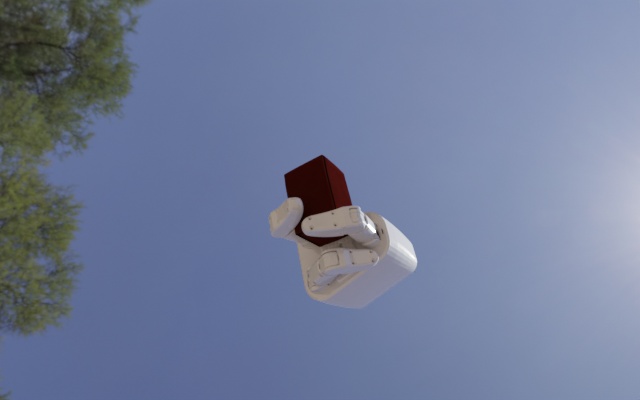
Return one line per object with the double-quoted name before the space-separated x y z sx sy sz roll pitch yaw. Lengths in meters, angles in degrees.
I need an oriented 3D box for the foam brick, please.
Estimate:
"foam brick" 0.000 0.001 0.520 0.053 0.078 0.051 -24 -29 22
